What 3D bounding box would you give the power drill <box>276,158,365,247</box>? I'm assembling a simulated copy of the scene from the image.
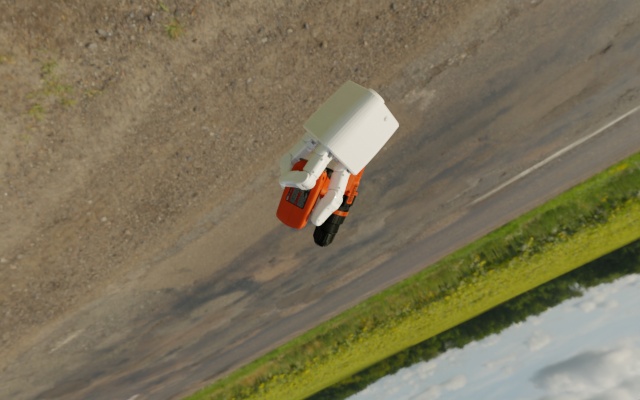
[{"bbox_3d":[0.000,0.002,0.818,0.057,0.184,0.187,25,12,22],"label":"power drill"}]
